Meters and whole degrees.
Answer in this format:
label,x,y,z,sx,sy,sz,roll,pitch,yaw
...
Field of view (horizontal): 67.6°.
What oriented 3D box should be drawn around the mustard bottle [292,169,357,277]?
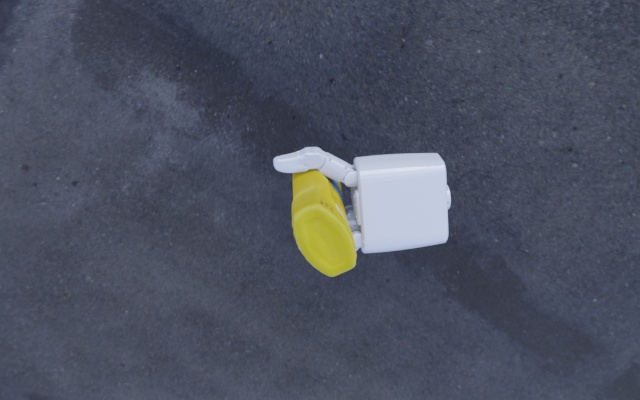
label,x,y,z,sx,sy,sz,roll,pitch,yaw
mustard bottle,0.000,0.002,0.588,0.058,0.096,0.191,-27,26,10
